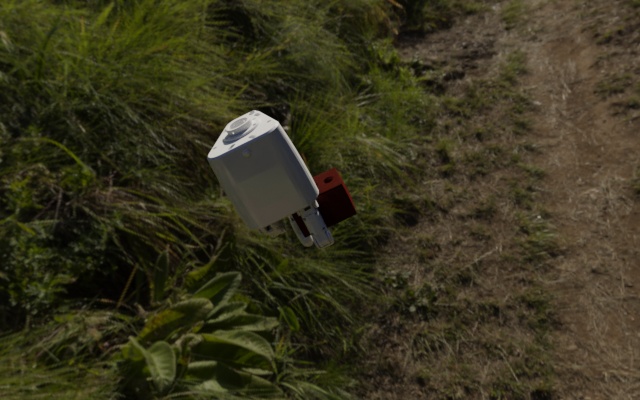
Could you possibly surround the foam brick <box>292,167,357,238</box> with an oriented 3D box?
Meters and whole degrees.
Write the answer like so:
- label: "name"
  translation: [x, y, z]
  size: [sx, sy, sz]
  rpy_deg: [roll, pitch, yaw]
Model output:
- label: "foam brick"
  translation: [0.000, 0.002, 0.627]
  size: [0.078, 0.051, 0.053]
  rpy_deg: [-25, 28, 4]
